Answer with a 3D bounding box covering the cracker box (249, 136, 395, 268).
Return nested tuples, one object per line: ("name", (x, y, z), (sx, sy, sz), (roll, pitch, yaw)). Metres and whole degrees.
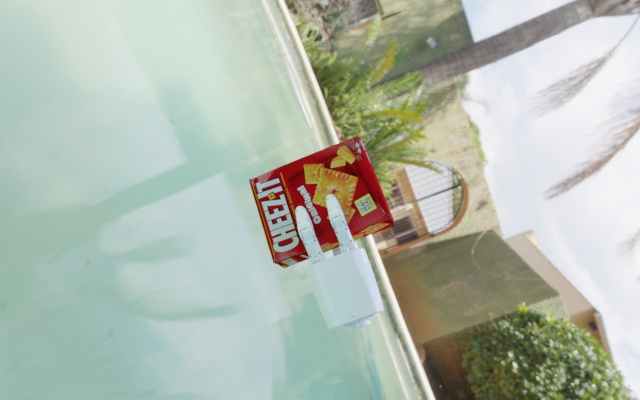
("cracker box", (0.000, 0.003, 0.834), (0.214, 0.164, 0.072), (-21, -19, 6))
